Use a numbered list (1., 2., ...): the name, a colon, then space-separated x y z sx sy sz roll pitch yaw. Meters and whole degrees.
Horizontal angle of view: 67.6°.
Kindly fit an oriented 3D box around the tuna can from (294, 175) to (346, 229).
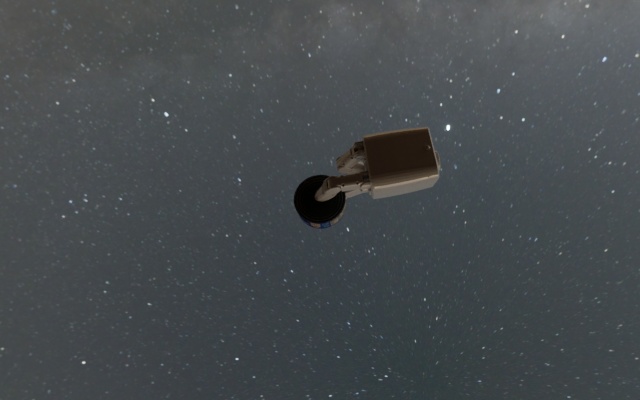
1. tuna can: 0.000 0.003 0.796 0.086 0.086 0.034 0 -21 6
